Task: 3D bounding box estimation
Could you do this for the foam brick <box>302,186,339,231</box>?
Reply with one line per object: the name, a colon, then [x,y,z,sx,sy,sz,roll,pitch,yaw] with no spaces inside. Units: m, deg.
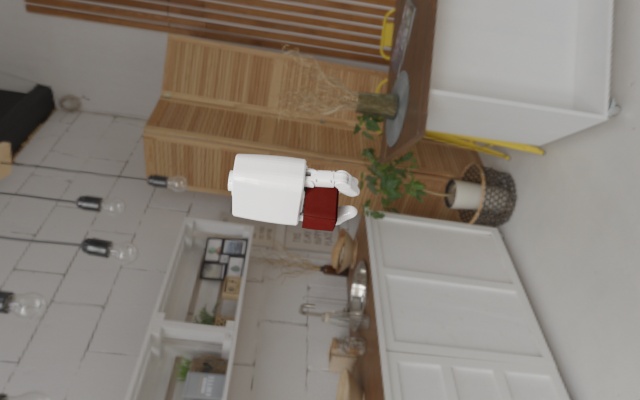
foam brick: [0.000,0.003,0.742,0.051,0.078,0.053,6,-25,-4]
